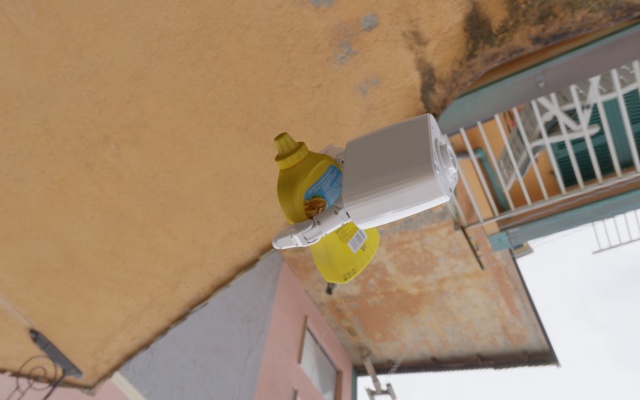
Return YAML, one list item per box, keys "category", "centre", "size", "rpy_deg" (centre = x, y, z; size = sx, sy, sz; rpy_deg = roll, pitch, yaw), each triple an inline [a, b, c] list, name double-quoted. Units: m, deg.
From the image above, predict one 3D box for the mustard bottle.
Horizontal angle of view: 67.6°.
- category: "mustard bottle"
  centre: [0.000, 0.002, 0.580]
  size: [0.058, 0.192, 0.096]
  rpy_deg: [-3, 35, 48]
